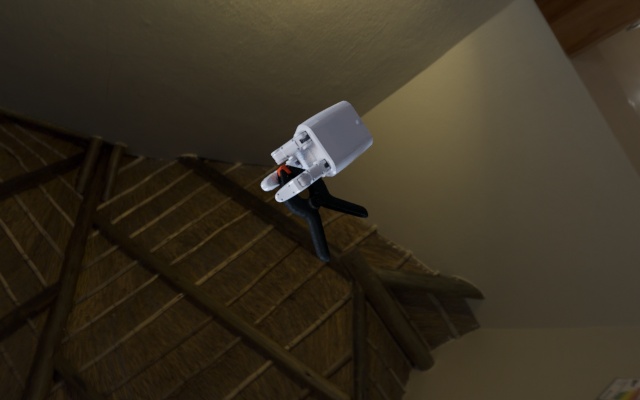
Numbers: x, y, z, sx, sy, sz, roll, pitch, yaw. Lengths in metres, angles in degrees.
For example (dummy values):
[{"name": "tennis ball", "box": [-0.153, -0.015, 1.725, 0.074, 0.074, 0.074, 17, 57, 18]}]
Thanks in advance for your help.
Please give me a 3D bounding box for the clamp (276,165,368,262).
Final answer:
[{"name": "clamp", "box": [0.000, 0.003, 0.795, 0.120, 0.171, 0.039, -38, 6, -31]}]
